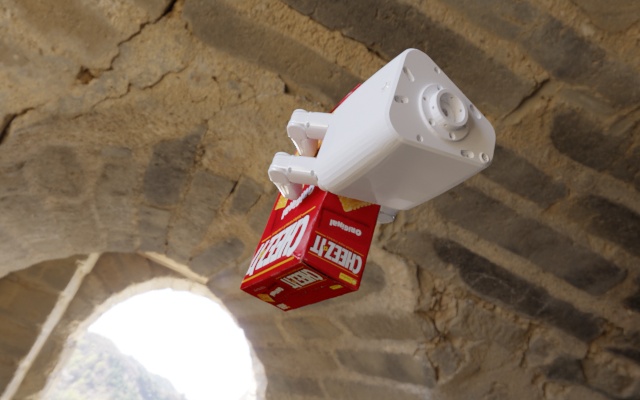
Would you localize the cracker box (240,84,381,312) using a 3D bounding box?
[{"bbox_3d":[0.000,0.002,0.527,0.072,0.213,0.164,29,-30,-17],"label":"cracker box"}]
